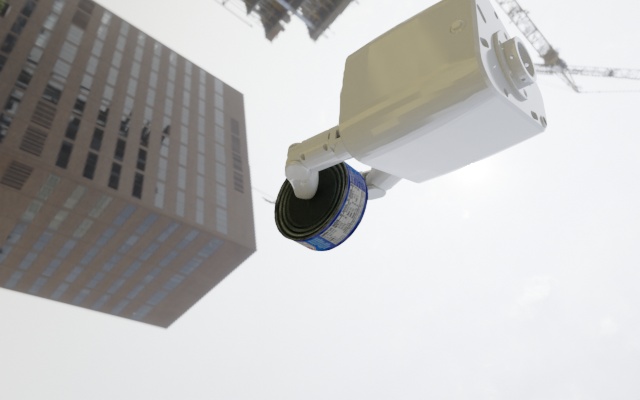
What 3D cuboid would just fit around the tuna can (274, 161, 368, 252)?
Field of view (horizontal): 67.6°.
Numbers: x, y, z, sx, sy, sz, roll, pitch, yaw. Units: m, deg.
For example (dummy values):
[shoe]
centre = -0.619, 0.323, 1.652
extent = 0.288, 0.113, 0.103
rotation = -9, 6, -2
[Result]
[tuna can]
centre = 0.000, 0.002, 0.428
extent = 0.086, 0.086, 0.034
rotation = 0, -24, 46
